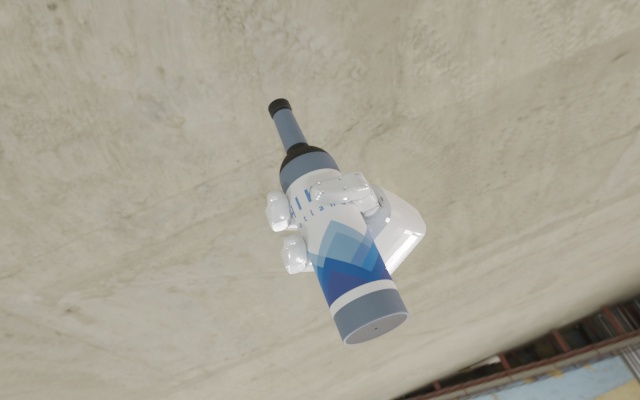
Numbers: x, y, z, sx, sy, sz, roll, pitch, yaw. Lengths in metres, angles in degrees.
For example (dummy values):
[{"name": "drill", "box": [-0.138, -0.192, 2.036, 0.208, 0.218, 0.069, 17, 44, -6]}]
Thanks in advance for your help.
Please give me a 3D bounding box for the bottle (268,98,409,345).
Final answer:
[{"name": "bottle", "box": [0.000, 0.002, 0.512, 0.069, 0.295, 0.069, -18, -30, -11]}]
